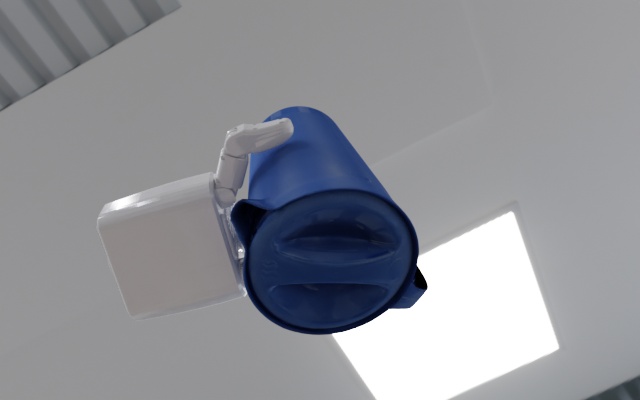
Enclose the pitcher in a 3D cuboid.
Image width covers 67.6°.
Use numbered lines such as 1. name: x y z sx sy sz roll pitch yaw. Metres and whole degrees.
1. pitcher: 0.000 0.001 0.456 0.145 0.149 0.242 -15 30 -2
